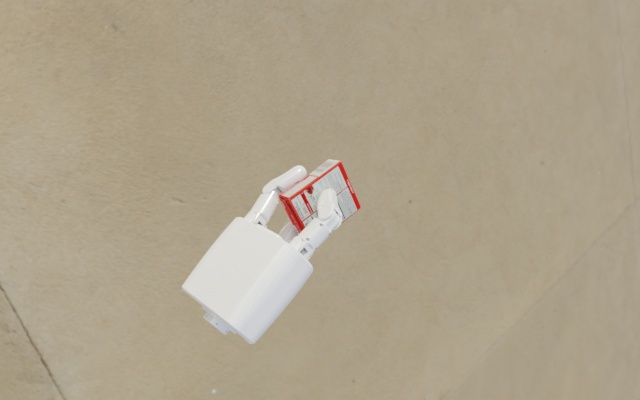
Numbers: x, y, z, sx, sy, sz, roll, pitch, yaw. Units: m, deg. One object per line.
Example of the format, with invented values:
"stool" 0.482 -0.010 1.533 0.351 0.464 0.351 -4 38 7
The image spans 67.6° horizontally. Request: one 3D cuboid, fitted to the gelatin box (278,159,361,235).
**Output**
"gelatin box" 0.001 0.002 0.597 0.089 0.073 0.030 -37 28 -22
